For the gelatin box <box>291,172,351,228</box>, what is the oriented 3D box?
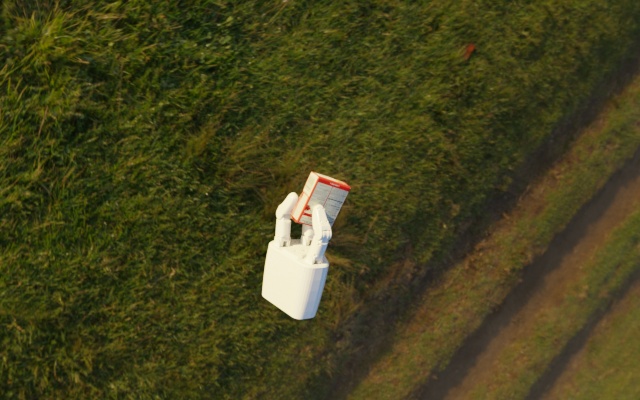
[{"bbox_3d":[0.000,0.003,0.818,0.073,0.089,0.030,16,16,-36],"label":"gelatin box"}]
